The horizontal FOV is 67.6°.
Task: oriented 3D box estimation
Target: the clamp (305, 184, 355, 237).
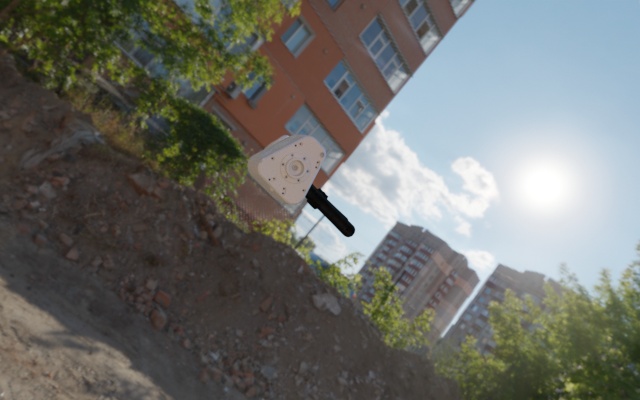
[{"bbox_3d":[0.000,0.002,0.874,0.171,0.039,0.120,42,-3,-16],"label":"clamp"}]
